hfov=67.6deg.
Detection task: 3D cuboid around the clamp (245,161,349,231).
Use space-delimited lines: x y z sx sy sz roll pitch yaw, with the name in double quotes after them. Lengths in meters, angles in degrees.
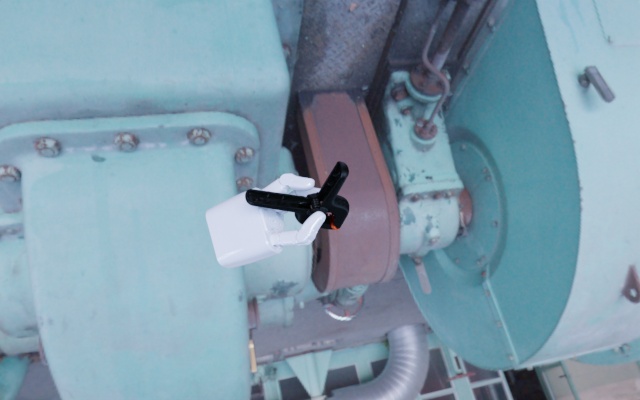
0.000 0.004 0.781 0.164 0.036 0.210 -19 -26 21 "clamp"
